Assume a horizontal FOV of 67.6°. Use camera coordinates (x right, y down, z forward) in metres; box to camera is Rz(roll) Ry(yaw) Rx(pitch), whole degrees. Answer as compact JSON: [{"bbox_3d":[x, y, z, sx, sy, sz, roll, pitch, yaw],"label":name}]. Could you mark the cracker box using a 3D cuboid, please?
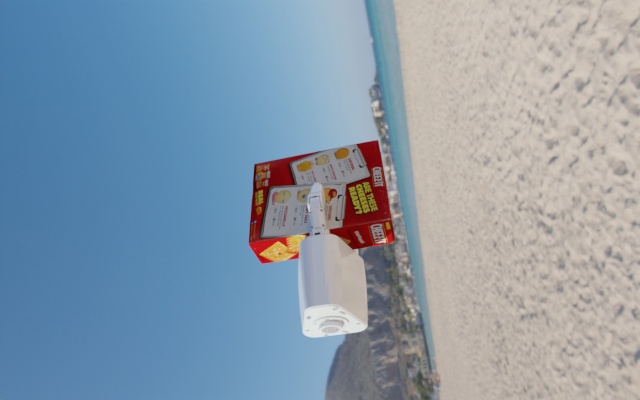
[{"bbox_3d":[0.000,0.002,0.758,0.214,0.164,0.072,-10,-39,9],"label":"cracker box"}]
